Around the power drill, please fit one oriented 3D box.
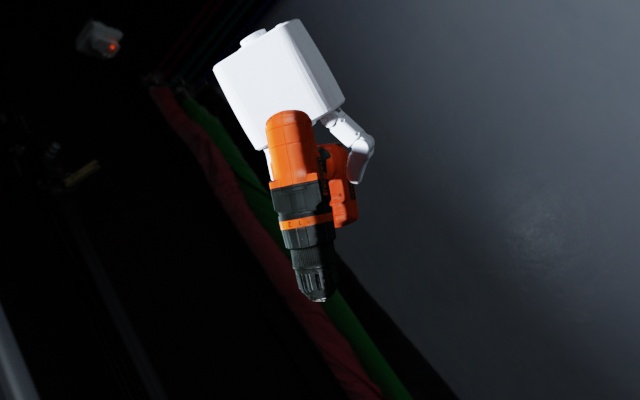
[{"bbox_3d":[0.000,0.001,0.523,0.057,0.184,0.187,-9,1,12],"label":"power drill"}]
